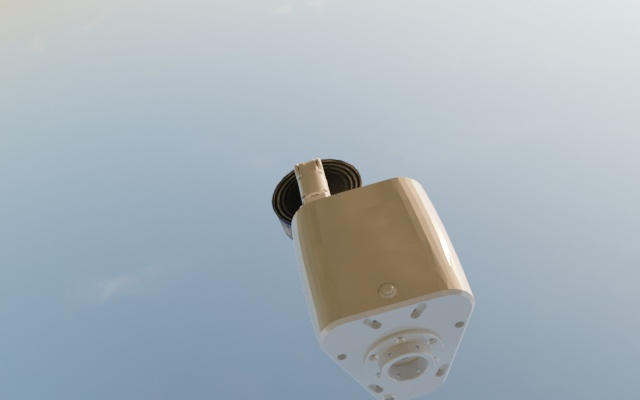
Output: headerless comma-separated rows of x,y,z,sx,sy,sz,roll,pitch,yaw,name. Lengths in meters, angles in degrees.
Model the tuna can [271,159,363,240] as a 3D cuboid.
0.000,0.002,0.447,0.086,0.086,0.034,0,-44,22,tuna can
